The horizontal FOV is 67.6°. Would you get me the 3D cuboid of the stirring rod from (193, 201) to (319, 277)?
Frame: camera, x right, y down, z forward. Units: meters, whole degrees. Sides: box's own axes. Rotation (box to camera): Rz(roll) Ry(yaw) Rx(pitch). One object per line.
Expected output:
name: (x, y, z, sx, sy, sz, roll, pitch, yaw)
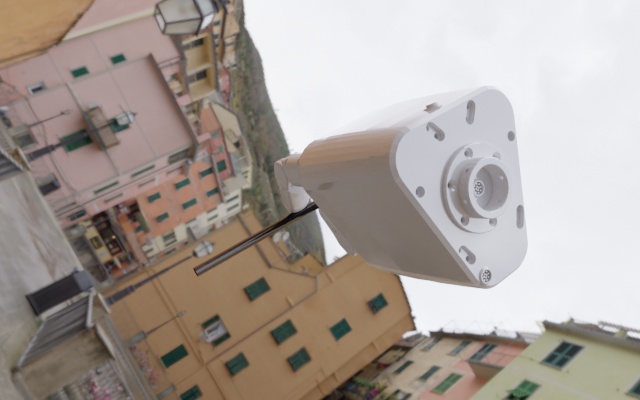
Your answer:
stirring rod: (0.000, 0.001, 0.415, 0.239, 0.011, 0.011, -29, 12, -23)
